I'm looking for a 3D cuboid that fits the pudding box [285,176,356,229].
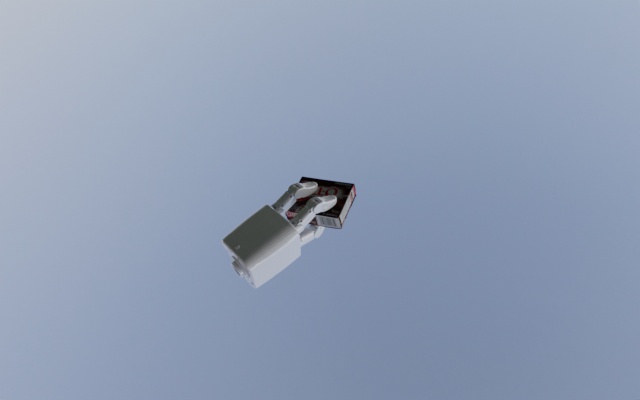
[{"bbox_3d":[0.000,0.003,0.897,0.113,0.090,0.039,10,-39,20],"label":"pudding box"}]
